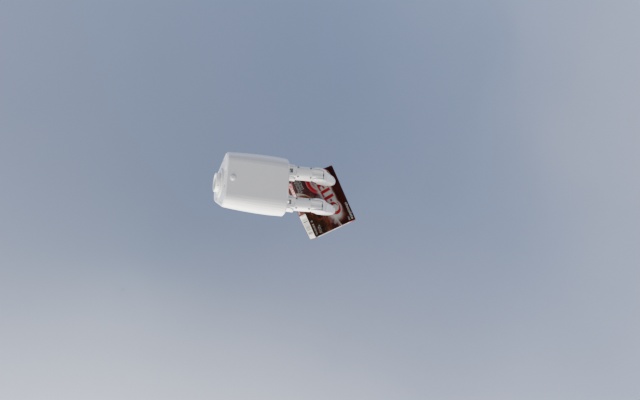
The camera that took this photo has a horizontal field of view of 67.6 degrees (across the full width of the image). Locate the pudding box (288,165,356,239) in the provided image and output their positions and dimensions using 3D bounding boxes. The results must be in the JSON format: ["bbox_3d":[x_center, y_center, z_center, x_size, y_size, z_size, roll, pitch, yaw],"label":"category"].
[{"bbox_3d":[0.000,0.003,0.872,0.090,0.113,0.039,-23,0,-25],"label":"pudding box"}]
